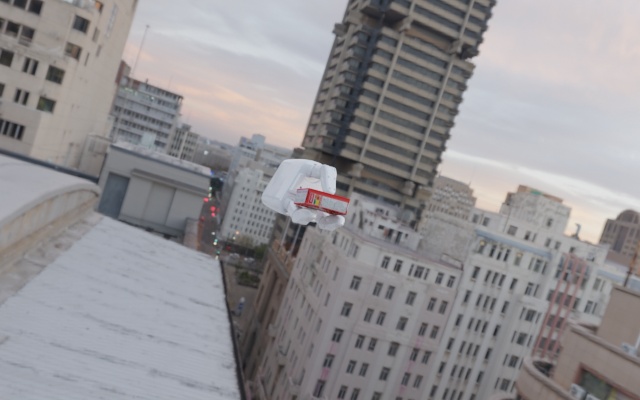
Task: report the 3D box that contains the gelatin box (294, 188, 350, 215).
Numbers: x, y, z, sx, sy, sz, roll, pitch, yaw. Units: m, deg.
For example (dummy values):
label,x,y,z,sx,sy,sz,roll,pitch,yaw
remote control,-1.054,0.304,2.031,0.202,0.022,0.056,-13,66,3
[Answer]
label,x,y,z,sx,sy,sz,roll,pitch,yaw
gelatin box,0.000,0.002,0.805,0.073,0.030,0.089,16,-5,-15
